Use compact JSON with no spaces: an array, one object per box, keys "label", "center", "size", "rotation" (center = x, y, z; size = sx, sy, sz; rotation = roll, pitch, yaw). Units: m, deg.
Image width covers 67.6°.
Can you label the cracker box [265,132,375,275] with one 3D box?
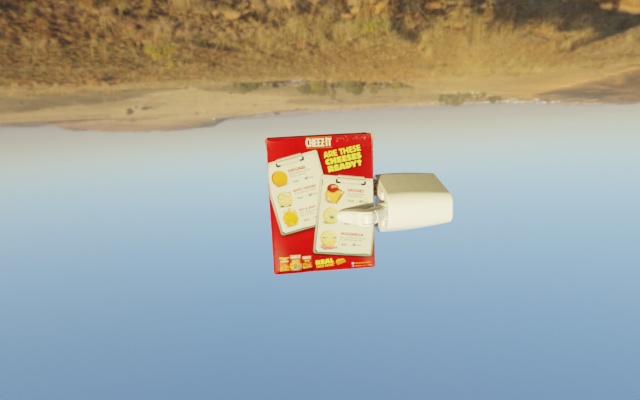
[{"label":"cracker box","center":[0.000,0.003,0.762],"size":[0.164,0.214,0.072],"rotation":[-4,10,-6]}]
